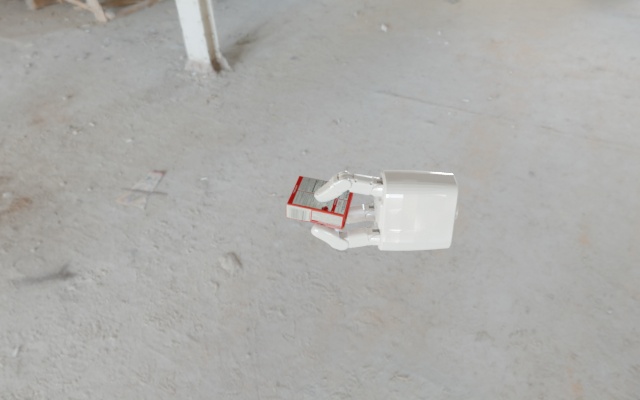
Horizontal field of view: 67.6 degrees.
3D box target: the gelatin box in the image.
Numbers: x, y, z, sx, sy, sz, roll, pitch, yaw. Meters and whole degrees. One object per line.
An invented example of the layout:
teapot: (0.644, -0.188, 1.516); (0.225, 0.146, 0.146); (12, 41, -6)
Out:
gelatin box: (0.000, 0.002, 0.712); (0.089, 0.030, 0.073); (12, 40, 6)
